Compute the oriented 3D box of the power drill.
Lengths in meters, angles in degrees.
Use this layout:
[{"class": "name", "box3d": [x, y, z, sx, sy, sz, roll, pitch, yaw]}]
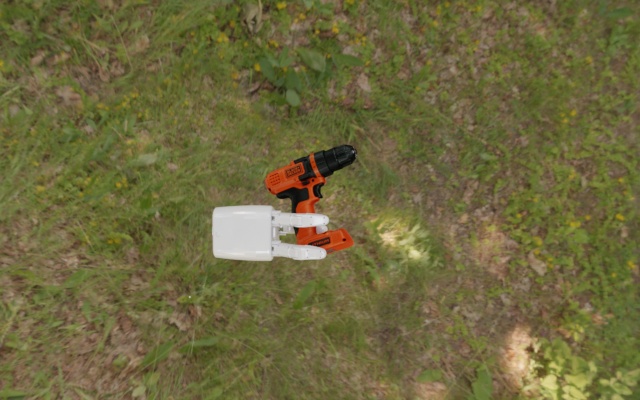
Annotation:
[{"class": "power drill", "box3d": [0.000, 0.003, 0.880, 0.184, 0.187, 0.057, -21, -18, 17]}]
